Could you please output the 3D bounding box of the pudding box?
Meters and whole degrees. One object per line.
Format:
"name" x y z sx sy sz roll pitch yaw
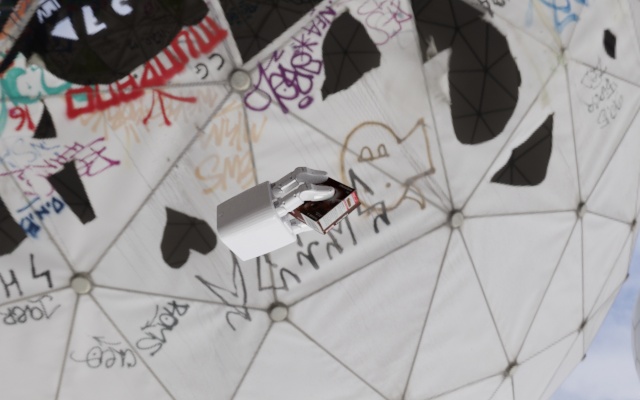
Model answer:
"pudding box" 0.000 0.003 0.824 0.090 0.039 0.113 -40 40 -18
